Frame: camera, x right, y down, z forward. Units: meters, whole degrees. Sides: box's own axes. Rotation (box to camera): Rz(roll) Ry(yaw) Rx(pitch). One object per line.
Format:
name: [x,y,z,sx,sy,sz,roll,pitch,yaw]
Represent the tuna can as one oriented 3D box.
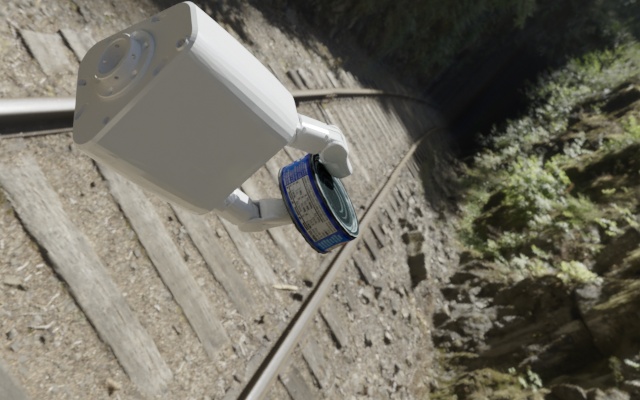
tuna can: [0.001,0.001,0.417,0.034,0.086,0.086,-27,-8,15]
